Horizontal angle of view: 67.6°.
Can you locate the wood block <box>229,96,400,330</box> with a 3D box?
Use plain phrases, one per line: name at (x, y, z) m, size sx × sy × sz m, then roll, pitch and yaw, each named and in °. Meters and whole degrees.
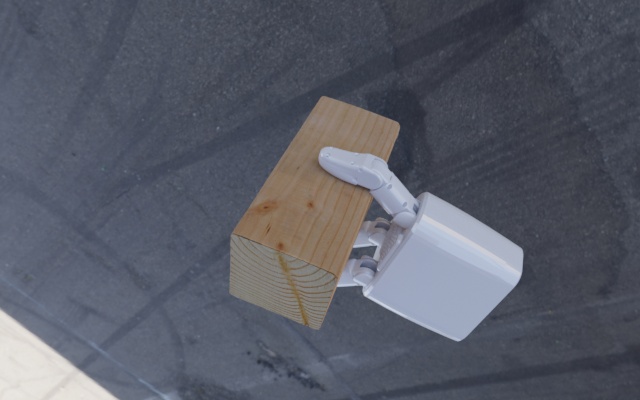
wood block at (0.000, 0.002, 0.458) m, size 0.090 × 0.206 × 0.091 m, roll 21°, pitch -43°, yaw 6°
